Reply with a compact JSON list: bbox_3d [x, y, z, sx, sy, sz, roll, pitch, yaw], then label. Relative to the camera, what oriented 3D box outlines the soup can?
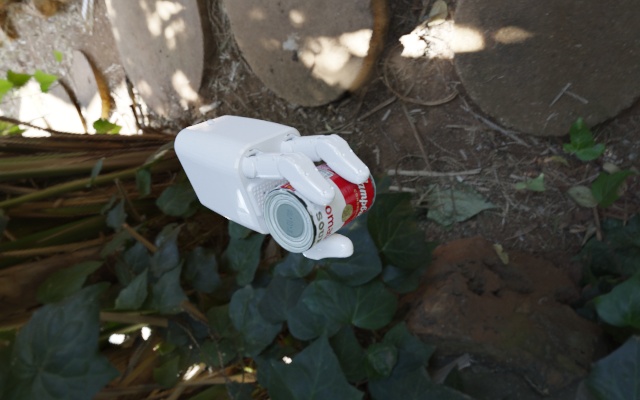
[{"bbox_3d":[0.000,0.002,0.483,0.068,0.068,0.102,0,22,42],"label":"soup can"}]
